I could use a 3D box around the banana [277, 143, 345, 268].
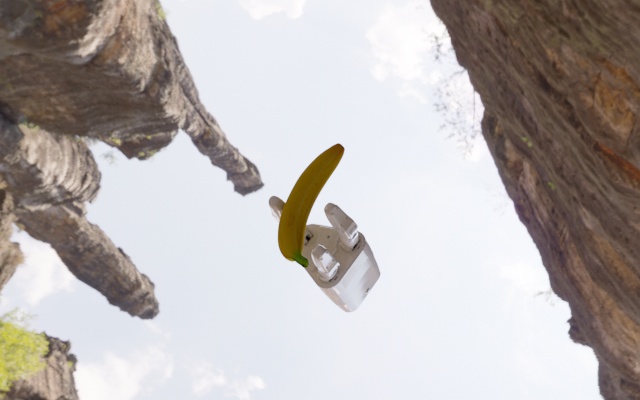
[{"bbox_3d":[-0.017,0.006,0.641,0.069,0.197,0.037,-2,-35,29],"label":"banana"}]
